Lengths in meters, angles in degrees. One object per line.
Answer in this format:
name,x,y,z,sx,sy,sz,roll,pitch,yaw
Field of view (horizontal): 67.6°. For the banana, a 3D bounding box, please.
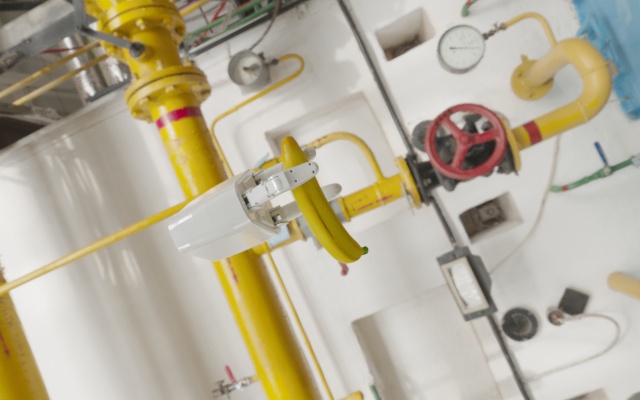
banana,0.001,0.013,0.602,0.037,0.198,0.069,-27,20,15
